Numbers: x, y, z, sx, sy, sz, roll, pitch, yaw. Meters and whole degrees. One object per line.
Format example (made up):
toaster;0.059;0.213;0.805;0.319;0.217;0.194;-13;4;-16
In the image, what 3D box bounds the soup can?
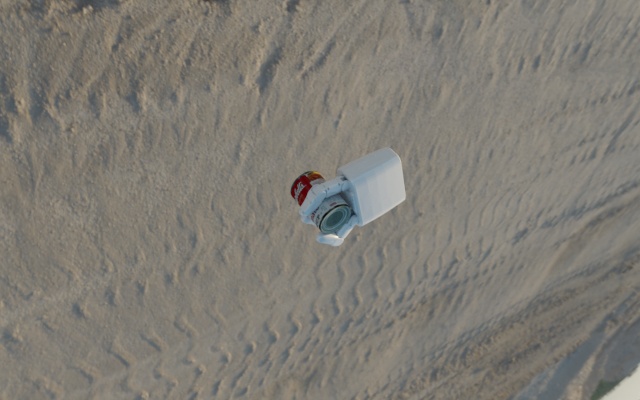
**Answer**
soup can;0.000;0.003;0.858;0.068;0.068;0.102;0;38;-43
